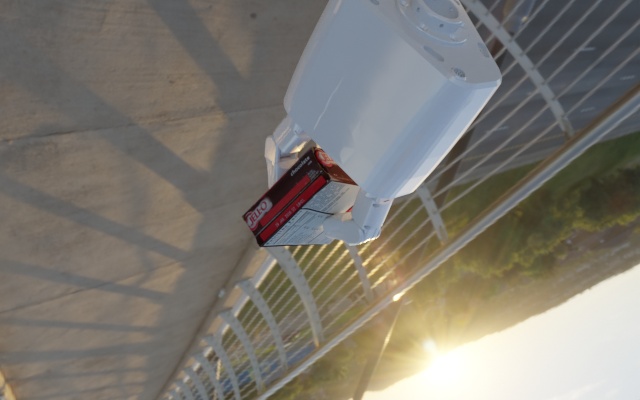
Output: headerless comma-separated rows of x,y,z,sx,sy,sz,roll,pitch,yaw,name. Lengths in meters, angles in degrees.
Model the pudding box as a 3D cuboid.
0.000,0.001,0.425,0.090,0.039,0.113,-42,-26,23,pudding box
